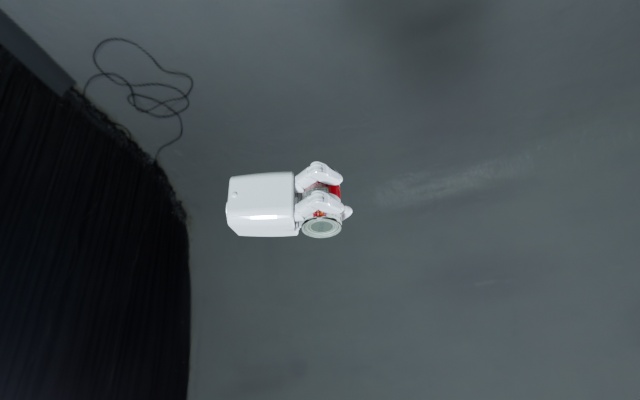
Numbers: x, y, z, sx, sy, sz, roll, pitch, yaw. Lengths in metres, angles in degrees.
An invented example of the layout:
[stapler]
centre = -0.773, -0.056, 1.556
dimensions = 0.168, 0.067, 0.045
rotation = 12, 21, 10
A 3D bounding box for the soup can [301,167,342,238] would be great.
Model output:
[soup can]
centre = 0.001, 0.003, 0.795
dimensions = 0.068, 0.102, 0.068
rotation = -1, -32, -1
